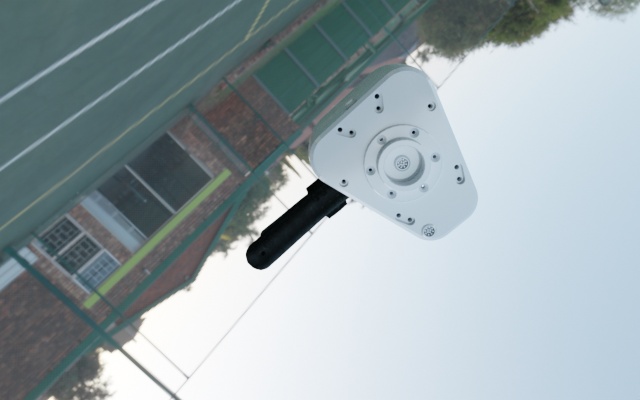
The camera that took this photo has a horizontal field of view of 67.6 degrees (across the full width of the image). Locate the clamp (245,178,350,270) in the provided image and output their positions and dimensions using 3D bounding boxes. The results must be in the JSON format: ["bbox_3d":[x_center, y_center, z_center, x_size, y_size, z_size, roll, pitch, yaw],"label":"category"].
[{"bbox_3d":[0.001,0.002,0.436,0.171,0.039,0.120,-41,9,11],"label":"clamp"}]
